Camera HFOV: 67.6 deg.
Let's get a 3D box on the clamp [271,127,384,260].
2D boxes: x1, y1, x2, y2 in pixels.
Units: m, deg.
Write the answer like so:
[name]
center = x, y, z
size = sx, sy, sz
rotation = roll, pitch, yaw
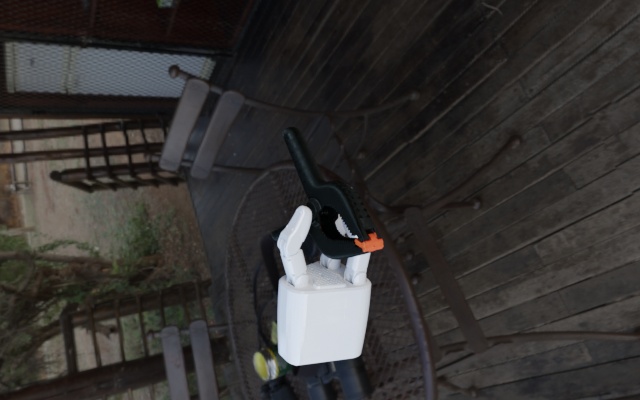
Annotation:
[clamp]
center = 0.000, 0.002, 0.586
size = 0.036, 0.164, 0.210
rotation = -7, 19, -34
